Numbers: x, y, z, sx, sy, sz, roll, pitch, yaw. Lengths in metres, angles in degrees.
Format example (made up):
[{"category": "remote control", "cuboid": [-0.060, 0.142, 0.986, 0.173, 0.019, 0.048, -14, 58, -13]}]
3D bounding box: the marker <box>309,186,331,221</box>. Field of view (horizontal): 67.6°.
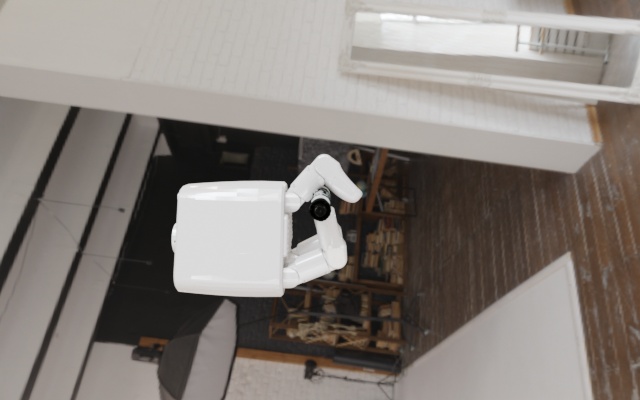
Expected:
[{"category": "marker", "cuboid": [0.000, 0.001, 0.448, 0.020, 0.020, 0.121, 0, 7, 1]}]
